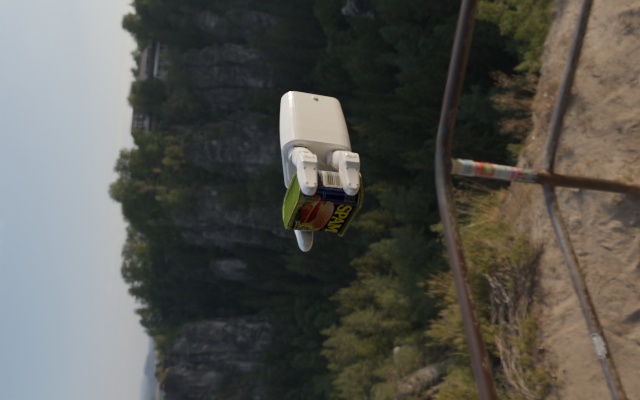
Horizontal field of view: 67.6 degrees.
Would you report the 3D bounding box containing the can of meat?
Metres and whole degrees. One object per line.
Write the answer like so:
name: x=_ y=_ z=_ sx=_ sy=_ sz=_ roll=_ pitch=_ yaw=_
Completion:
can of meat: x=0.000 y=0.002 z=0.641 sx=0.084 sy=0.057 sz=0.102 roll=6 pitch=-35 yaw=-16
